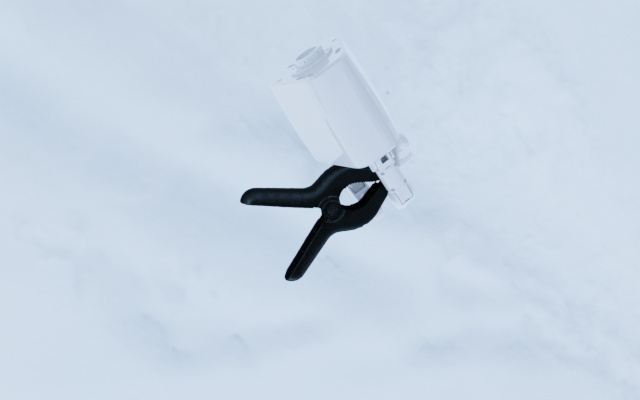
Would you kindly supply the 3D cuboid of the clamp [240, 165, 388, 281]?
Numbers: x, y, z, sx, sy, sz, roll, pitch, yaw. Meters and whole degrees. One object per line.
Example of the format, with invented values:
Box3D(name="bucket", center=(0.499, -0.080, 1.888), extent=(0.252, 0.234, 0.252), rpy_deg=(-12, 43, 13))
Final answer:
Box3D(name="clamp", center=(0.000, 0.002, 0.531), extent=(0.171, 0.120, 0.039), rpy_deg=(-37, 27, -2))
